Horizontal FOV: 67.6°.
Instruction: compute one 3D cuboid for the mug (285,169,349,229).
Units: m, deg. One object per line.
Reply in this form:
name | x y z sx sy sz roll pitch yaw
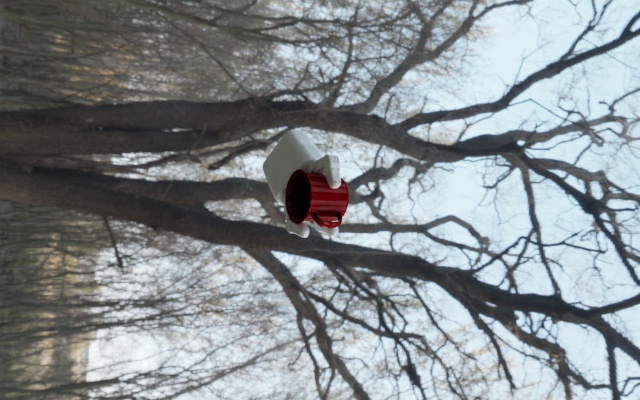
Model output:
mug | 0.001 0.004 0.819 0.081 0.093 0.117 2 39 -31
